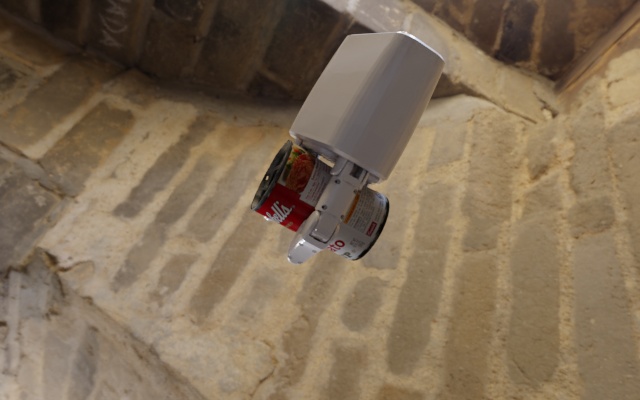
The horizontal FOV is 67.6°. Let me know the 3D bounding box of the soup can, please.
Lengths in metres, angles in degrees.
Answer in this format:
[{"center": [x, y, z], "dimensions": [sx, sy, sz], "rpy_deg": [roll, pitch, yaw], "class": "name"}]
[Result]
[{"center": [0.000, 0.002, 0.417], "dimensions": [0.102, 0.068, 0.068], "rpy_deg": [29, -8, -14], "class": "soup can"}]
